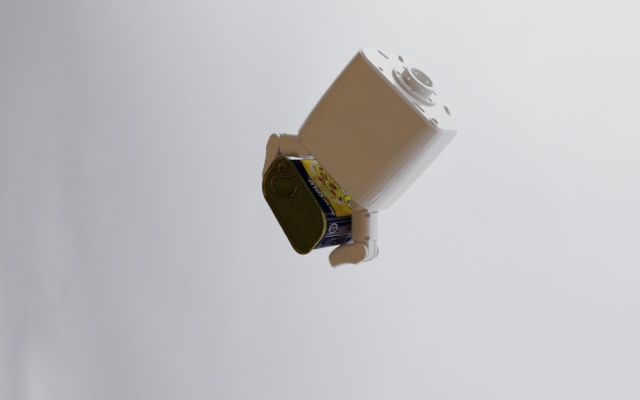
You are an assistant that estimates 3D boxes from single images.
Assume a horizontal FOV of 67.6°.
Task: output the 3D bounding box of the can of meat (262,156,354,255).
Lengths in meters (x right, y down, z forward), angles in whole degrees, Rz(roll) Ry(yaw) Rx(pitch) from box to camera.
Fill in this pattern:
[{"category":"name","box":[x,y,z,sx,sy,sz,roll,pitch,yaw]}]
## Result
[{"category":"can of meat","box":[0.000,0.002,0.503,0.084,0.102,0.057,-5,-38,-43]}]
